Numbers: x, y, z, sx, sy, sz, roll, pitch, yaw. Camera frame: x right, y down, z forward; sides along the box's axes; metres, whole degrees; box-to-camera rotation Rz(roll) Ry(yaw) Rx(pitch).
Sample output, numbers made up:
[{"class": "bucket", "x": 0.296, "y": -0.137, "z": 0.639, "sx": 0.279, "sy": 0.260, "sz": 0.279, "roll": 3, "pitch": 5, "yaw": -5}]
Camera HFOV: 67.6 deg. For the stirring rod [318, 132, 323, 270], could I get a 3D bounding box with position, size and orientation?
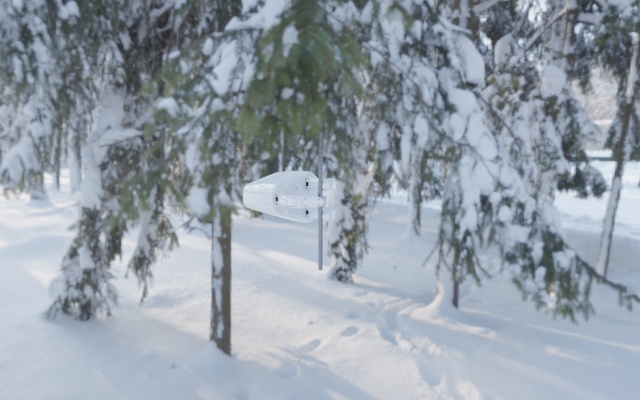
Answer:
[{"class": "stirring rod", "x": 0.000, "y": 0.003, "z": 0.834, "sx": 0.011, "sy": 0.239, "sz": 0.011, "roll": 0, "pitch": 5, "yaw": 0}]
